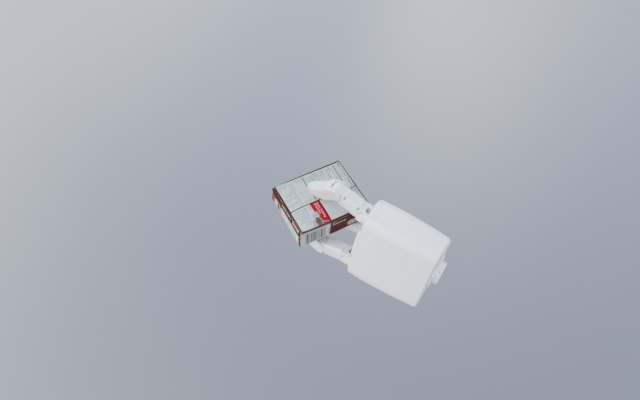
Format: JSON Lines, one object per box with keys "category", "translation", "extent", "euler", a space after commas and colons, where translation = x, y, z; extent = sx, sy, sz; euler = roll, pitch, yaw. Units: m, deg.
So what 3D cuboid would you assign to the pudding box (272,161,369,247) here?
{"category": "pudding box", "translation": [0.000, 0.002, 0.680], "extent": [0.113, 0.090, 0.039], "euler": [-22, -30, -20]}
